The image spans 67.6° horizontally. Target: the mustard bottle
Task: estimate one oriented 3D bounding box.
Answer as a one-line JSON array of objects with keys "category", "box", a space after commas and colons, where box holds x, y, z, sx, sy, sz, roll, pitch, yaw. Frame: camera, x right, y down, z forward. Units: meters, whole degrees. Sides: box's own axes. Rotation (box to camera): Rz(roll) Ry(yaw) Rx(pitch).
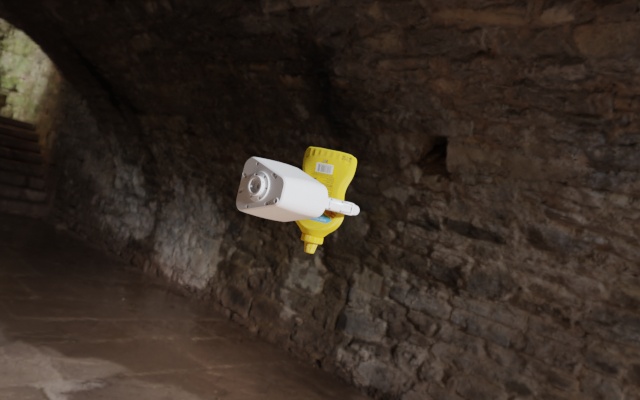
[{"category": "mustard bottle", "box": [0.000, 0.003, 0.880, 0.096, 0.191, 0.058, 13, 0, 16]}]
